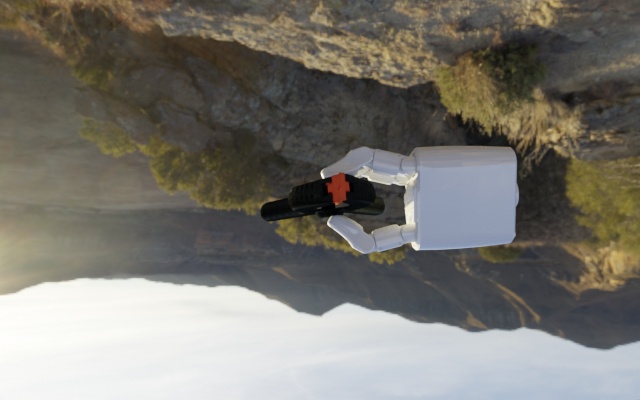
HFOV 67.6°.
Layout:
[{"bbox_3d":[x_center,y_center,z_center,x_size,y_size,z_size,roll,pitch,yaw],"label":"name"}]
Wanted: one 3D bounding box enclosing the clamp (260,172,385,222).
[{"bbox_3d":[0.000,0.003,0.550,0.164,0.036,0.210,-5,-7,2],"label":"clamp"}]
